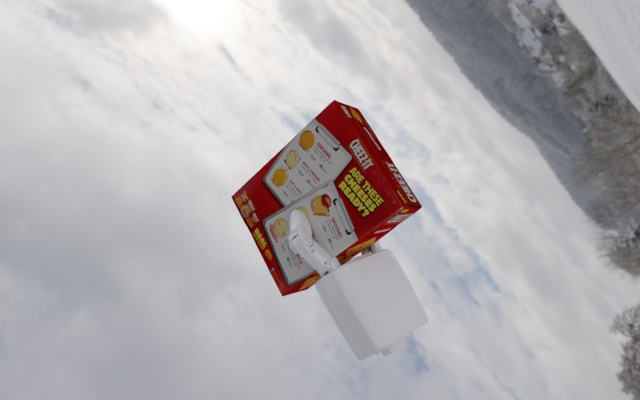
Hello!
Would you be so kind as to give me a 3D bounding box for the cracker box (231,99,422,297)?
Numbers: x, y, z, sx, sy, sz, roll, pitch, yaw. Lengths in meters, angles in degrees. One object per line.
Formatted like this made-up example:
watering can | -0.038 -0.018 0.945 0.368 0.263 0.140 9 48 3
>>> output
cracker box | 0.000 0.002 0.632 0.214 0.164 0.072 -39 -20 27
